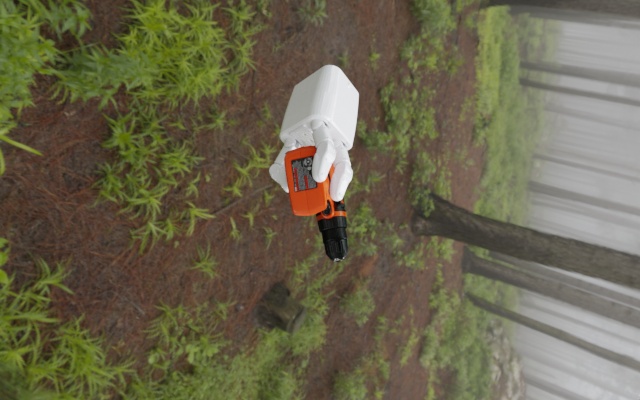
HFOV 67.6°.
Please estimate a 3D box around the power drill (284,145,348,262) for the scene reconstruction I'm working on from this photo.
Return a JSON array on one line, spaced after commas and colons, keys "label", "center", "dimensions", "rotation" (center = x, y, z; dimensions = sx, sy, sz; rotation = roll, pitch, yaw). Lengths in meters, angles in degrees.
[{"label": "power drill", "center": [0.000, 0.002, 0.772], "dimensions": [0.057, 0.184, 0.188], "rotation": [-13, -14, 10]}]
